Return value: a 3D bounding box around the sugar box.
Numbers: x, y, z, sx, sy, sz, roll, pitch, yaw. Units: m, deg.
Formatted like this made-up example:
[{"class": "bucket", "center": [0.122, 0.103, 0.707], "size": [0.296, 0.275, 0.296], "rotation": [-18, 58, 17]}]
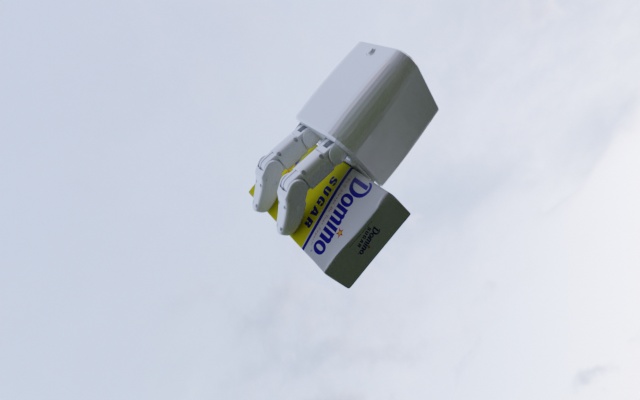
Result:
[{"class": "sugar box", "center": [0.000, 0.001, 0.488], "size": [0.048, 0.093, 0.176], "rotation": [39, 0, -38]}]
